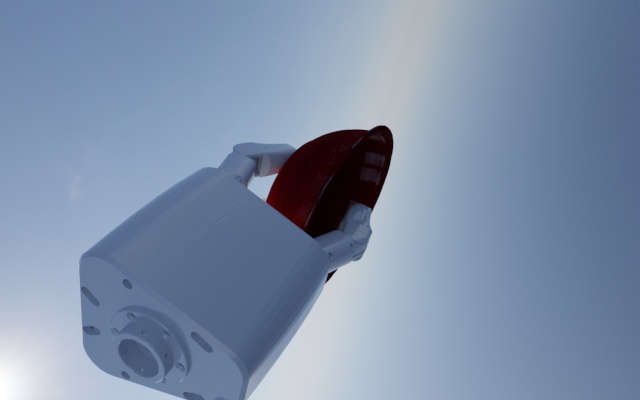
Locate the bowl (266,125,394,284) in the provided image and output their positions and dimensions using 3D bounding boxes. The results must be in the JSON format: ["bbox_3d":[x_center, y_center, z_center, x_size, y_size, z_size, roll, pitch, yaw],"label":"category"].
[{"bbox_3d":[0.000,0.001,0.408,0.055,0.162,0.162,28,10,19],"label":"bowl"}]
